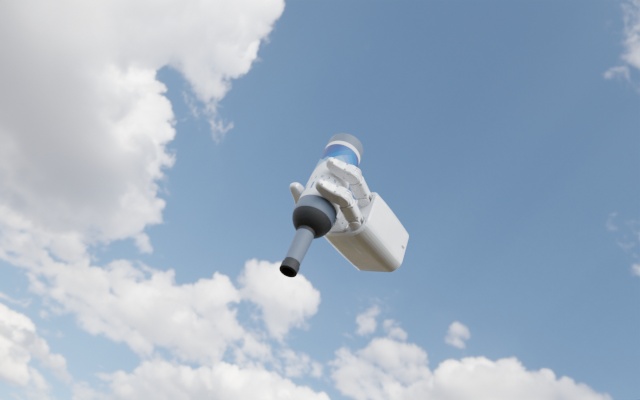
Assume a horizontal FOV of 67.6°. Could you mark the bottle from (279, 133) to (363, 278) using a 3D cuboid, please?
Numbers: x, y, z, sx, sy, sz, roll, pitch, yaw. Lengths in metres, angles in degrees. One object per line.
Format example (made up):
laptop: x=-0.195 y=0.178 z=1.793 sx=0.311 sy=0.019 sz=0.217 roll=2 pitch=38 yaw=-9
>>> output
bottle: x=0.000 y=0.002 z=0.776 sx=0.069 sy=0.069 sz=0.295 roll=0 pitch=42 yaw=25
